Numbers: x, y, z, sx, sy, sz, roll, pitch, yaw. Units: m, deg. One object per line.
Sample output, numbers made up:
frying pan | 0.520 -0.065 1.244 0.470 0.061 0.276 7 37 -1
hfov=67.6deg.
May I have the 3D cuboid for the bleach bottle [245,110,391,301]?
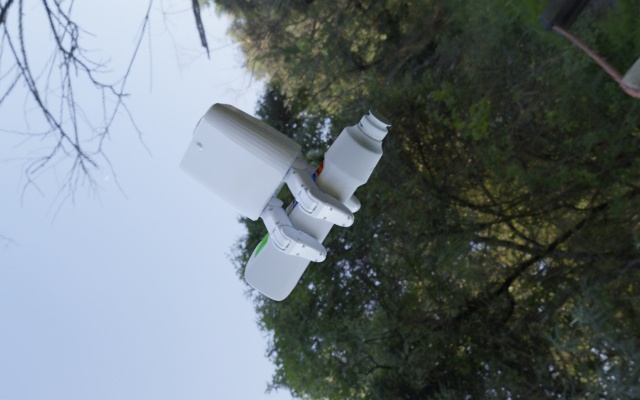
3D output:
bleach bottle | 0.000 0.002 0.565 0.068 0.251 0.102 33 25 -5
